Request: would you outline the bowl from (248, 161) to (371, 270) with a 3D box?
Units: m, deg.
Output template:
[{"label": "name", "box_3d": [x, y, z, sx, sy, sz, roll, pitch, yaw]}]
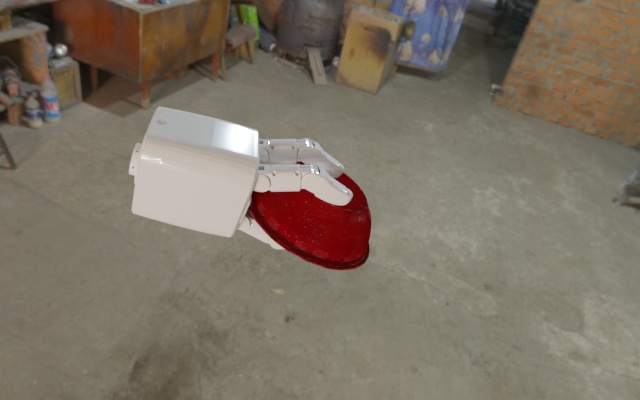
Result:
[{"label": "bowl", "box_3d": [0.001, 0.002, 0.539, 0.162, 0.055, 0.162, 26, 27, -15]}]
